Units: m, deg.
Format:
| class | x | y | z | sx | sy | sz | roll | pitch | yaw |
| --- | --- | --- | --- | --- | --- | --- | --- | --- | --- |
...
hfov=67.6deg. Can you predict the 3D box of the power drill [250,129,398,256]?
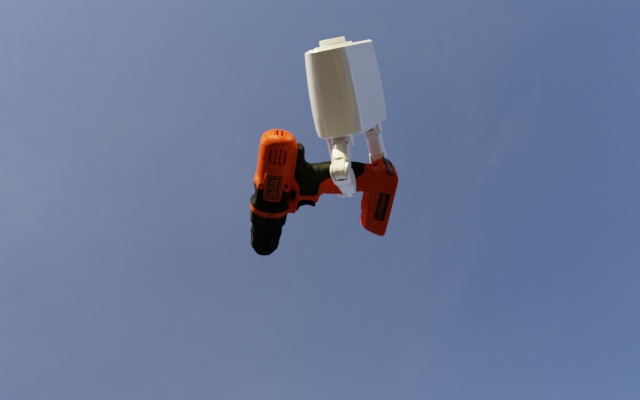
| class | x | y | z | sx | sy | sz | roll | pitch | yaw |
| --- | --- | --- | --- | --- | --- | --- | --- | --- | --- |
| power drill | 0.001 | 0.002 | 0.646 | 0.187 | 0.184 | 0.057 | 5 | 30 | -10 |
